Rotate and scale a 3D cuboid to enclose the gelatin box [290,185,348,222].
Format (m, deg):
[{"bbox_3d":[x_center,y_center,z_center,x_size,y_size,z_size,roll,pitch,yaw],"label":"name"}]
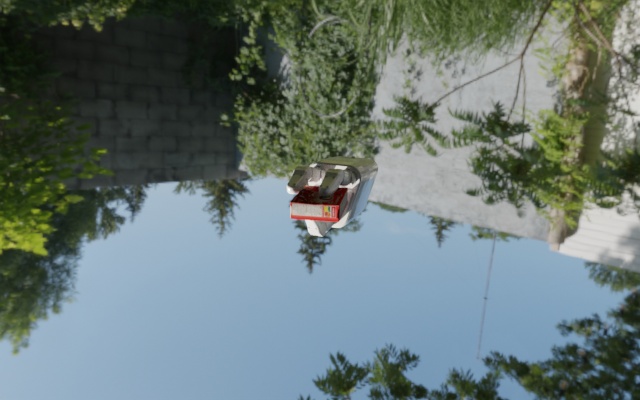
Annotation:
[{"bbox_3d":[0.000,0.003,0.723,0.073,0.030,0.089,4,19,11],"label":"gelatin box"}]
